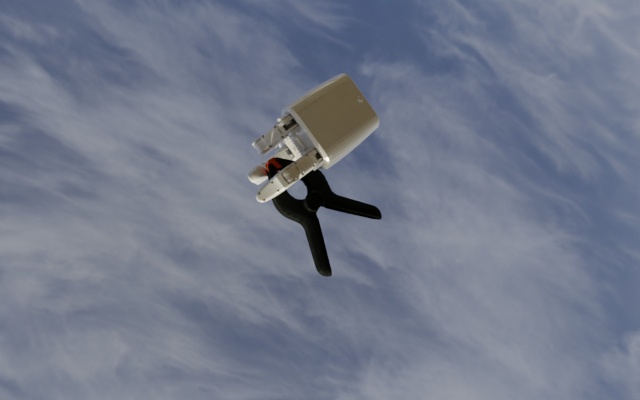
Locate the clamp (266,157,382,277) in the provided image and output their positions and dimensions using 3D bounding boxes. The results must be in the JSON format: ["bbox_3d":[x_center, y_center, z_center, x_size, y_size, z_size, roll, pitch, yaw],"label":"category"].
[{"bbox_3d":[0.000,0.002,0.642,0.120,0.171,0.039,-38,5,-23],"label":"clamp"}]
